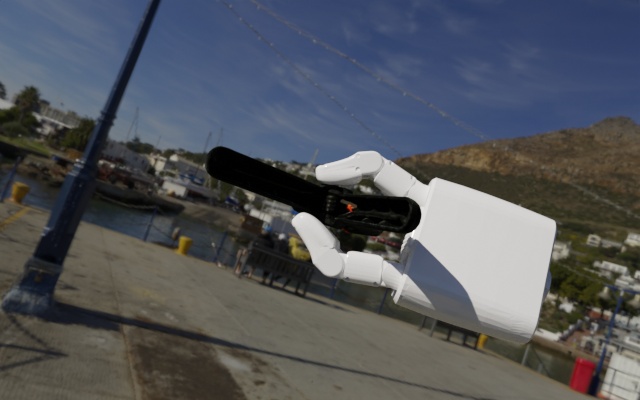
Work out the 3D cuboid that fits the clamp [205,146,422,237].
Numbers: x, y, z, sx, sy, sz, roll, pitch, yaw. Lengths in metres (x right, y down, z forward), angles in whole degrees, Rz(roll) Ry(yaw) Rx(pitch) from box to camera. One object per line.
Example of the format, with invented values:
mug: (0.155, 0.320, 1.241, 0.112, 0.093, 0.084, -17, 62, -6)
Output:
clamp: (0.001, 0.001, 0.426, 0.164, 0.036, 0.210, 18, -5, 8)
